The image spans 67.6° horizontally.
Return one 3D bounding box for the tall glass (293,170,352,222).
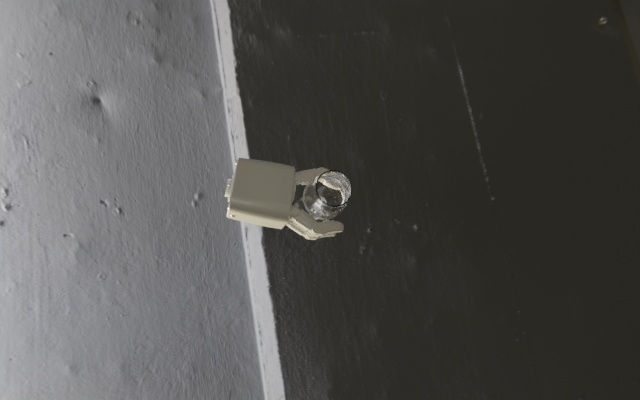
[{"bbox_3d":[0.000,0.003,0.869,0.079,0.079,0.201,0,-13,-13],"label":"tall glass"}]
